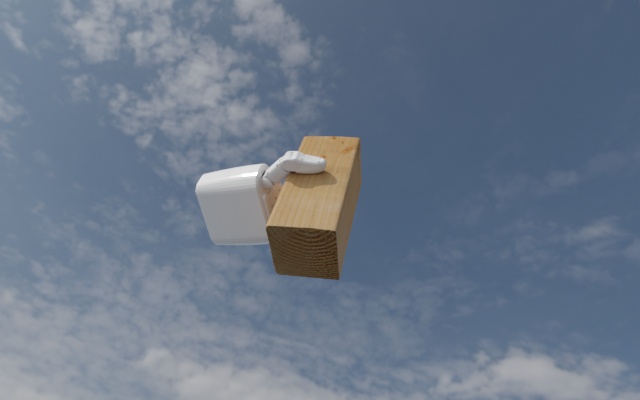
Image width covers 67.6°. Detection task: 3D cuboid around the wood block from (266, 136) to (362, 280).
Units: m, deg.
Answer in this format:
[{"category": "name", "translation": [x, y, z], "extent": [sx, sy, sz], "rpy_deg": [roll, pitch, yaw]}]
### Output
[{"category": "wood block", "translation": [0.000, 0.002, 0.675], "extent": [0.090, 0.091, 0.206], "rpy_deg": [4, 41, 12]}]
